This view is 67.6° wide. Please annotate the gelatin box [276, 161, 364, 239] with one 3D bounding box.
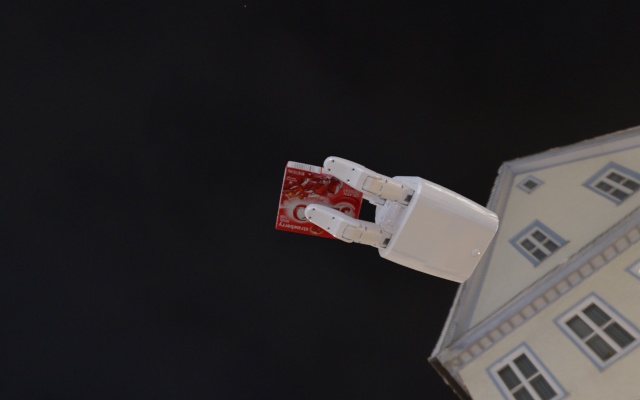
[{"bbox_3d":[0.000,0.002,0.531,0.089,0.073,0.030,10,18,-3],"label":"gelatin box"}]
